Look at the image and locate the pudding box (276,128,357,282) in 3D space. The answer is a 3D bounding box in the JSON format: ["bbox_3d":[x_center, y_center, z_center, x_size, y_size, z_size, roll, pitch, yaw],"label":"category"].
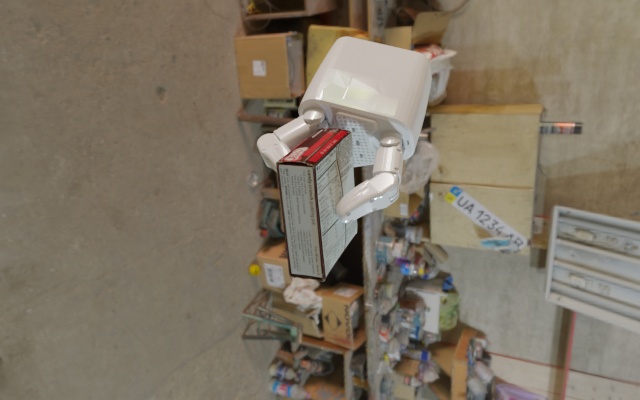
[{"bbox_3d":[0.000,0.001,0.430,0.039,0.113,0.090,5,27,24],"label":"pudding box"}]
